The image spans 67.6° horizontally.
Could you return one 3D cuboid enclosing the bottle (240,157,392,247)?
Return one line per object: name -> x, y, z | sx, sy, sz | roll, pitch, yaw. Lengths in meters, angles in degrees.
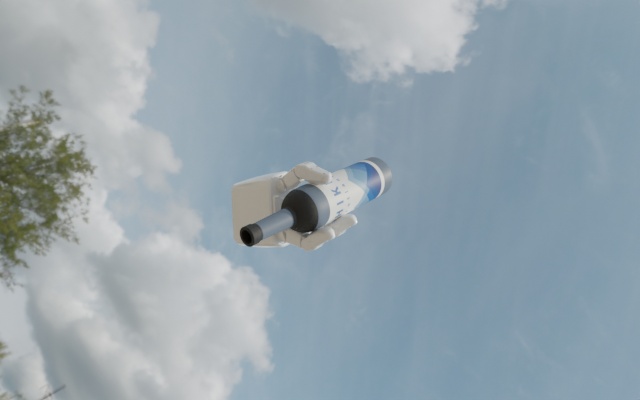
bottle -> 0.000, 0.002, 0.710 | 0.069, 0.069, 0.295 | 0, 17, 42
